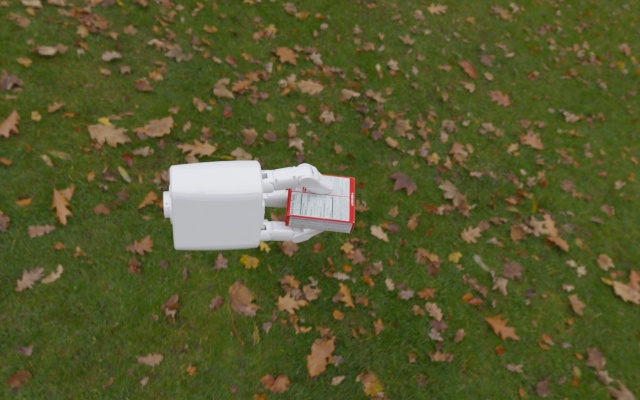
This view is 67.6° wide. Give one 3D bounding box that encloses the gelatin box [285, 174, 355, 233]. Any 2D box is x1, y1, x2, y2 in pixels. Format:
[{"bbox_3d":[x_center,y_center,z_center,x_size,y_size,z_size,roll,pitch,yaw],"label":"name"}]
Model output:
[{"bbox_3d":[0.000,0.002,0.628,0.089,0.073,0.030,6,-36,-4],"label":"gelatin box"}]
